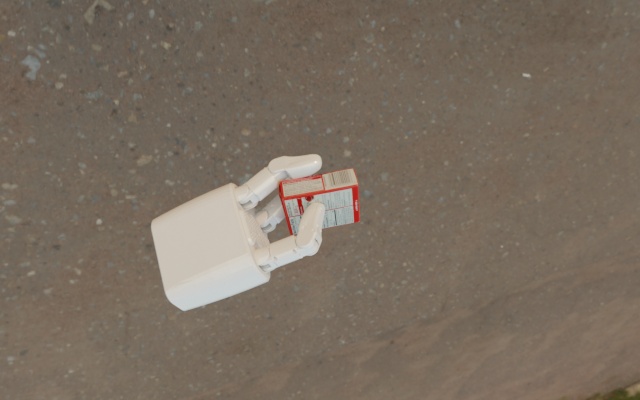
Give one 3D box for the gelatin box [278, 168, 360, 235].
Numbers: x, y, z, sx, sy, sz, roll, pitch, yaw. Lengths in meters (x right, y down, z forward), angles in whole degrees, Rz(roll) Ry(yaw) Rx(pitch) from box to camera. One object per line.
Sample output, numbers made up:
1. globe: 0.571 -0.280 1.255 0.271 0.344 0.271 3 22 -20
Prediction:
1. gelatin box: 0.000 0.002 0.558 0.089 0.030 0.073 -10 -37 -1
